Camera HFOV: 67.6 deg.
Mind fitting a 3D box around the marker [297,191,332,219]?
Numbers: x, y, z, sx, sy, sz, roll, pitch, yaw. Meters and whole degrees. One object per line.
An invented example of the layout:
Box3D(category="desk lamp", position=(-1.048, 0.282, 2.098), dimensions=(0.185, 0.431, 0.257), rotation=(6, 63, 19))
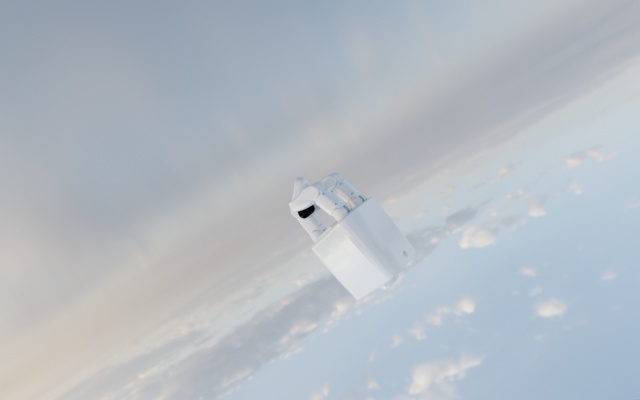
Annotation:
Box3D(category="marker", position=(0.000, 0.002, 0.735), dimensions=(0.020, 0.020, 0.121), rotation=(0, 16, 29))
